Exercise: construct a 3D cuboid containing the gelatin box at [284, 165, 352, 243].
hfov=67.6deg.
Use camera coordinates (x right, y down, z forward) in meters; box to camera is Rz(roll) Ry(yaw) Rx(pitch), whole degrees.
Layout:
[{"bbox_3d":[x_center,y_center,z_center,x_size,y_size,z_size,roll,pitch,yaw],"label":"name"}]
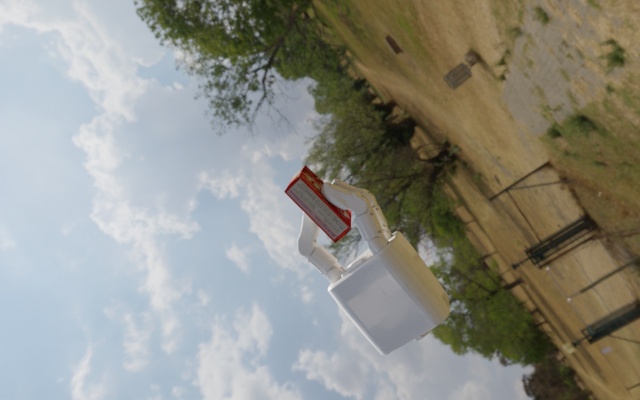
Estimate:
[{"bbox_3d":[0.000,0.002,0.586,0.030,0.089,0.073,-44,8,13],"label":"gelatin box"}]
